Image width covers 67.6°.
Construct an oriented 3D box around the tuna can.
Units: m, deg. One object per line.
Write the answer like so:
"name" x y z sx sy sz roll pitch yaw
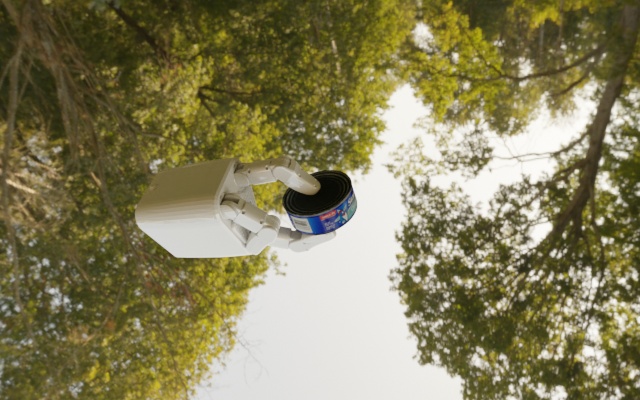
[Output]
"tuna can" 0.000 0.002 0.568 0.086 0.034 0.086 -14 35 10
